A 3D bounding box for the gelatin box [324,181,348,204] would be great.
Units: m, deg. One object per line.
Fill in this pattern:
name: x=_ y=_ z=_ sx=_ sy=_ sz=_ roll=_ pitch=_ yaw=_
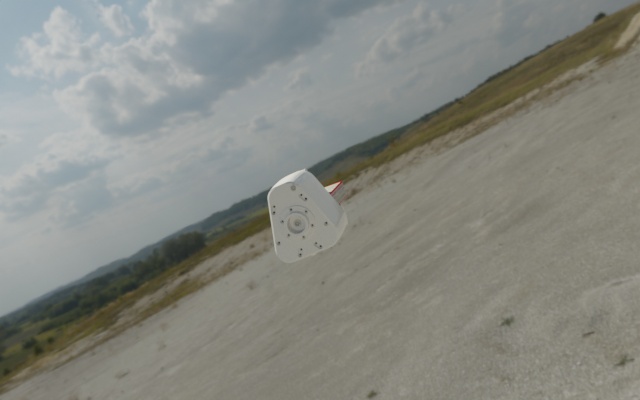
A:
gelatin box: x=0.000 y=0.002 z=0.819 sx=0.073 sy=0.030 sz=0.089 roll=-21 pitch=11 yaw=23
